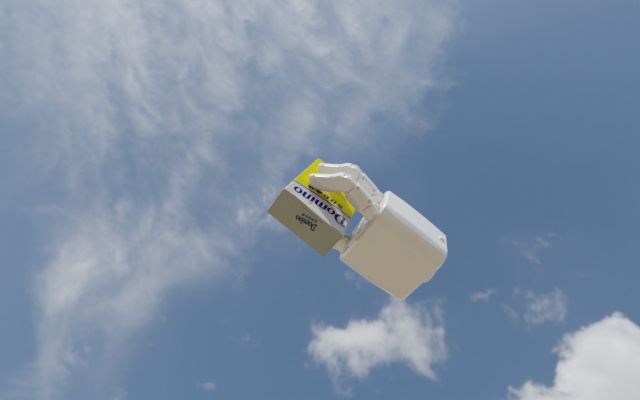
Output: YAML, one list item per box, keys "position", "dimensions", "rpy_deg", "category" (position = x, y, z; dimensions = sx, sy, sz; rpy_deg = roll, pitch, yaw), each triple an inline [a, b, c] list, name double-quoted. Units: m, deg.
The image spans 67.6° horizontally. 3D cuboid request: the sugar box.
- position: [0.001, 0.002, 0.655]
  dimensions: [0.093, 0.048, 0.176]
  rpy_deg: [39, 19, -1]
  category: "sugar box"
